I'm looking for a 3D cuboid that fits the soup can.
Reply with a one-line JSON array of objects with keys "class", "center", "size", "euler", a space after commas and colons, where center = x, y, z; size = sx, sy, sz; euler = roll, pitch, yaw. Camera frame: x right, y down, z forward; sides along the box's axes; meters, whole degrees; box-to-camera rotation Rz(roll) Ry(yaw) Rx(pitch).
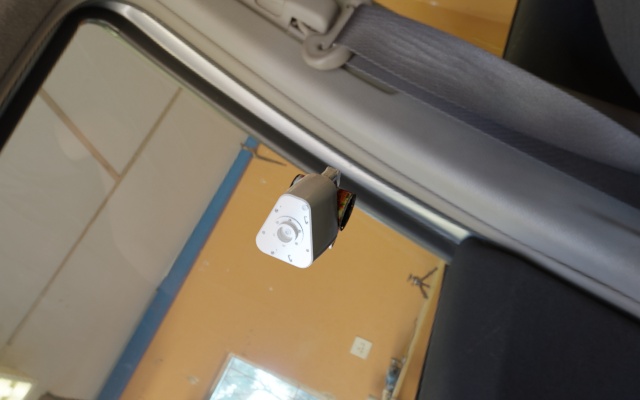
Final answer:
[{"class": "soup can", "center": [0.000, 0.002, 0.802], "size": [0.102, 0.068, 0.068], "euler": [21, 5, 13]}]
